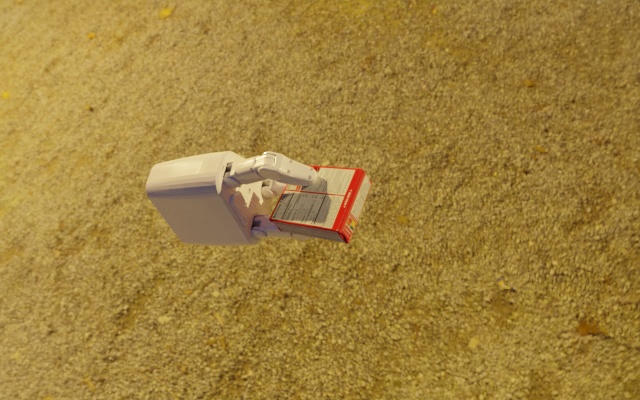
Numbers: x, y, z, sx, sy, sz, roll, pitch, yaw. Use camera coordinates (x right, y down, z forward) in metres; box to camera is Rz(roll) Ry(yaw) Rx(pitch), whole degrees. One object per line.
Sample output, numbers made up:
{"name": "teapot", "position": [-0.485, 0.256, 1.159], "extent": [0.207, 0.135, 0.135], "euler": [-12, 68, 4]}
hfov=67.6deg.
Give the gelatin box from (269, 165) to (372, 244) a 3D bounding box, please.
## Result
{"name": "gelatin box", "position": [0.000, 0.001, 0.497], "extent": [0.089, 0.073, 0.030], "euler": [6, -29, 35]}
